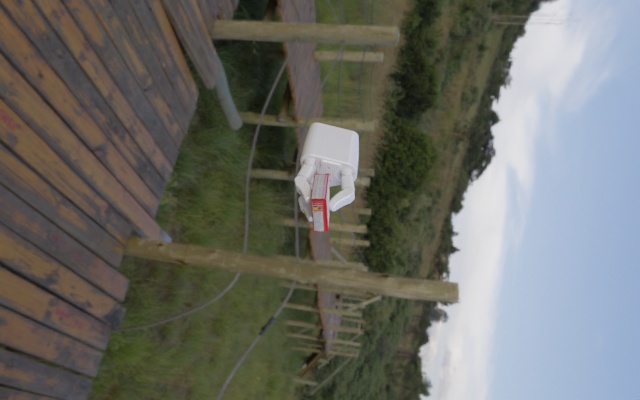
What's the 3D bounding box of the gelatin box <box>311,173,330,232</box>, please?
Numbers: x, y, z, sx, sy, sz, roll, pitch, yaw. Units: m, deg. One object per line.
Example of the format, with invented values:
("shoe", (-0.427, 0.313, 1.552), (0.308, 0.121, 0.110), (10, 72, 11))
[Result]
("gelatin box", (0.001, 0.003, 0.879), (0.030, 0.073, 0.089), (0, 35, 4))
